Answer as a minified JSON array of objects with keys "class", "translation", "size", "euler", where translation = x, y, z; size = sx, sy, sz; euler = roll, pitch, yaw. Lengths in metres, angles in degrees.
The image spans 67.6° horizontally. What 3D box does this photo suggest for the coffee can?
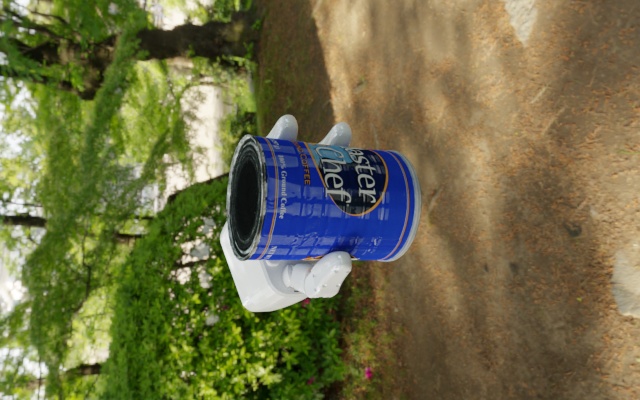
[{"class":"coffee can","translation":[0.000,0.001,0.414],"size":[0.140,0.103,0.103],"euler":[3,-2,-25]}]
